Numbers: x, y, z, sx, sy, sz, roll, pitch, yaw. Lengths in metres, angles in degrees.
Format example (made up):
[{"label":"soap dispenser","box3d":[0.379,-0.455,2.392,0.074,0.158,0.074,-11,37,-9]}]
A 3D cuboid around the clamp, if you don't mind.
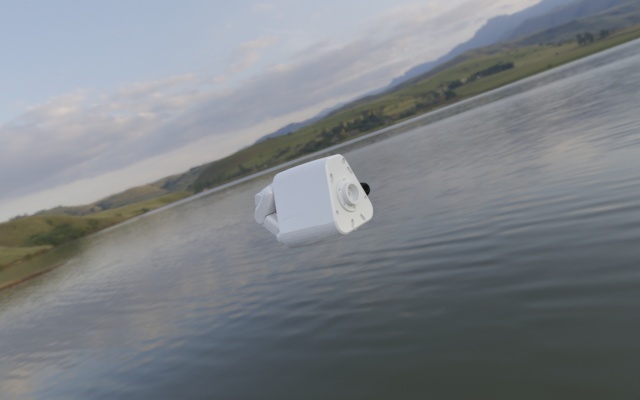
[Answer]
[{"label":"clamp","box3d":[0.000,0.002,0.794,0.120,0.039,0.171,-18,5,40]}]
